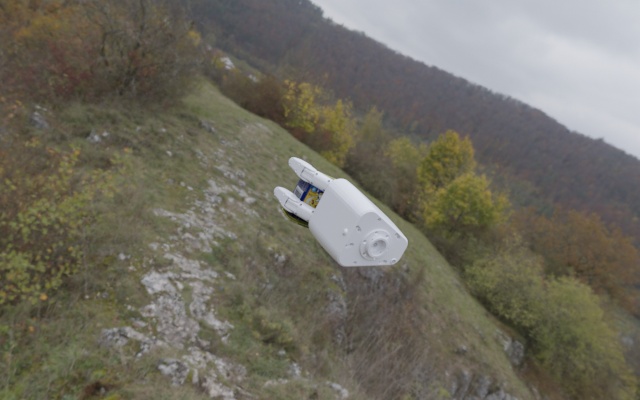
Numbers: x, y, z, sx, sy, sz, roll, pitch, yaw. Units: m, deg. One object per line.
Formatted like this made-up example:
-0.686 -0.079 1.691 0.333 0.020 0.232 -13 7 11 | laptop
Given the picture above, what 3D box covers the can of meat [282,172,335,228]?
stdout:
0.000 0.002 0.796 0.102 0.084 0.057 21 15 -27 | can of meat
